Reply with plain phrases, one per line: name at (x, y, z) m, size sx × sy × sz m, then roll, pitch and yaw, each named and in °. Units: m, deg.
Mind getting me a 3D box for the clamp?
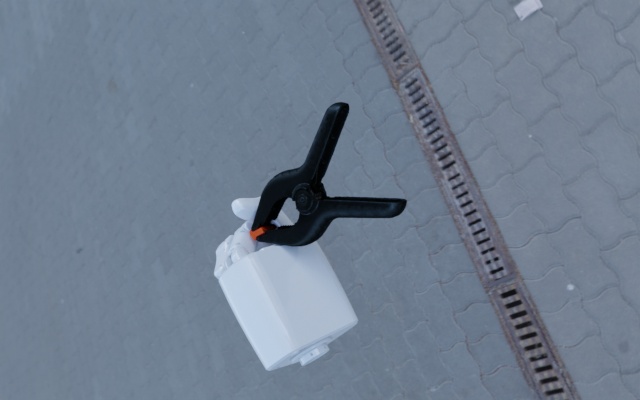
clamp at (0.000, 0.002, 0.474) m, size 0.171 × 0.120 × 0.039 m, roll -45°, pitch -21°, yaw 29°
